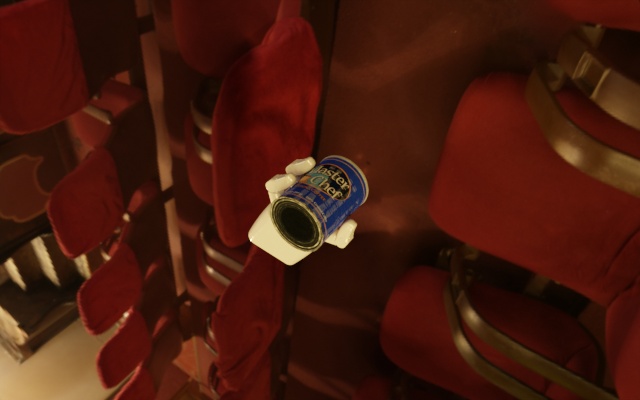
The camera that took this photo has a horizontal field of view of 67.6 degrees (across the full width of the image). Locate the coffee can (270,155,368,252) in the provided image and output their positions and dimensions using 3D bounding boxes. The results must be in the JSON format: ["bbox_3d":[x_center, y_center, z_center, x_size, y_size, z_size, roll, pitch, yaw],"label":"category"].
[{"bbox_3d":[0.000,0.002,0.783,0.103,0.103,0.140,0,31,41],"label":"coffee can"}]
